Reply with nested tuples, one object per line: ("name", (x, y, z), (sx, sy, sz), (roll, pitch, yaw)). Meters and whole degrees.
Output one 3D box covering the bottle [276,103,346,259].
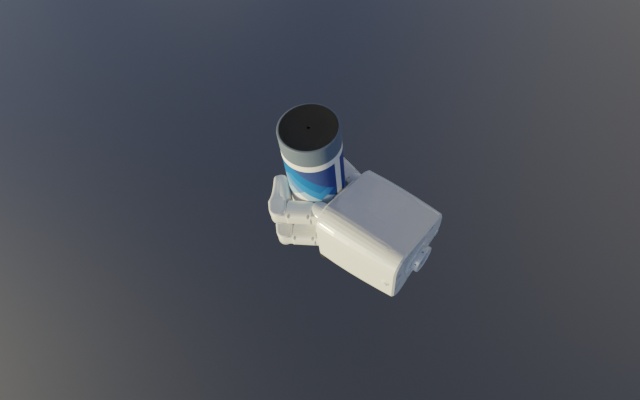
("bottle", (0.000, 0.002, 0.609), (0.069, 0.069, 0.296), (0, -31, 6))
